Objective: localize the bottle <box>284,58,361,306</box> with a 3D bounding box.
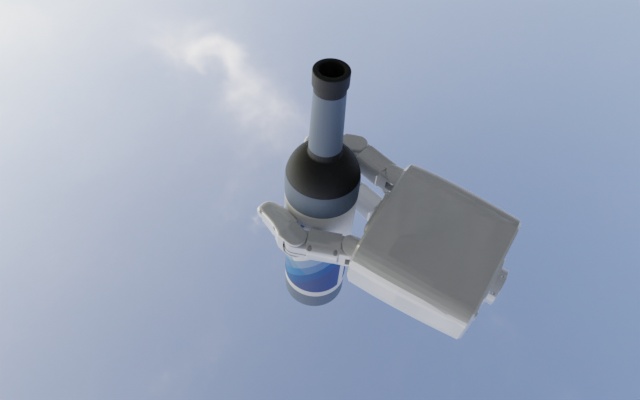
[{"bbox_3d":[0.000,0.002,0.444,0.069,0.069,0.296,0,-39,-4],"label":"bottle"}]
